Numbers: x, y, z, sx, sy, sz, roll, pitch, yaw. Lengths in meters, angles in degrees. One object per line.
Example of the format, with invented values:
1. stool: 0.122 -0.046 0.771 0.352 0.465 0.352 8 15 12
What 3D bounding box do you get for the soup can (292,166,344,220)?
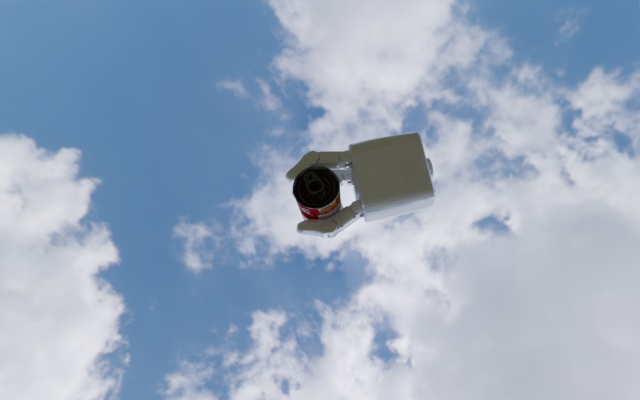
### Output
1. soup can: 0.000 0.003 0.716 0.068 0.068 0.102 0 -25 8
